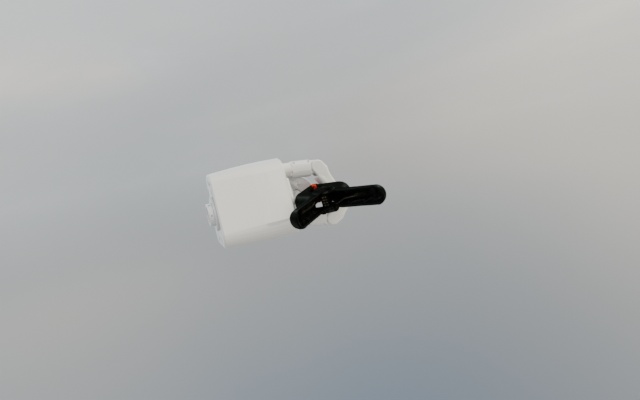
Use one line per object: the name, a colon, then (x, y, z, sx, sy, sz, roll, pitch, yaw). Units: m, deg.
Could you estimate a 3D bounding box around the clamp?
clamp: (0.000, 0.001, 0.633, 0.120, 0.039, 0.171, -13, 6, -18)
